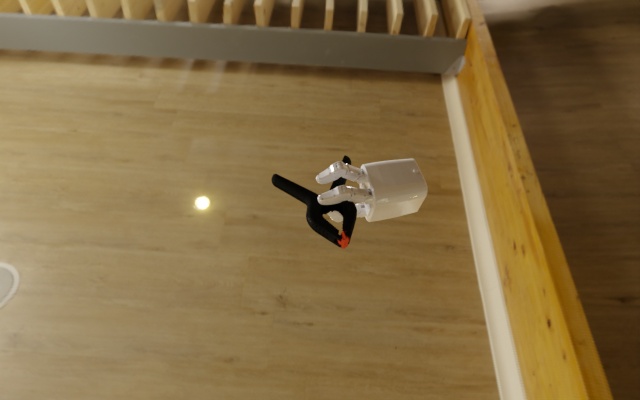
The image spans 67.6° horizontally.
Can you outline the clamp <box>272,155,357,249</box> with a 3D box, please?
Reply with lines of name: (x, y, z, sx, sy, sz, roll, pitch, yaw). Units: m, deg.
clamp: (0.001, 0.004, 0.899, 0.164, 0.209, 0.036, -11, -40, -6)
